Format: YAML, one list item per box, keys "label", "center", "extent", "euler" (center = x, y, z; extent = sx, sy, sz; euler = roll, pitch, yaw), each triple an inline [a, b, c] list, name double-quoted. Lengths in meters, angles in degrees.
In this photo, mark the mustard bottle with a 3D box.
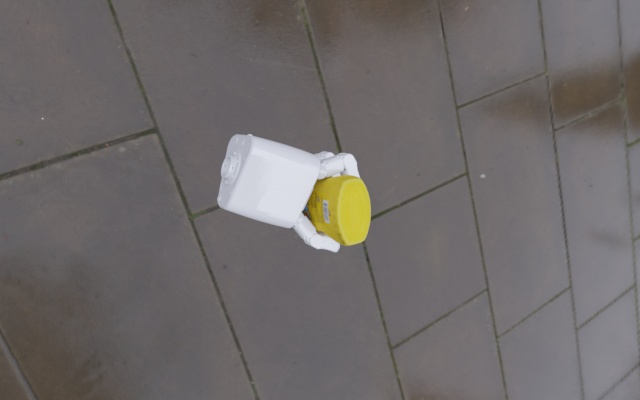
- label: "mustard bottle"
  center: [0.001, 0.002, 0.734]
  extent: [0.058, 0.096, 0.191]
  euler: [-13, 15, -28]
